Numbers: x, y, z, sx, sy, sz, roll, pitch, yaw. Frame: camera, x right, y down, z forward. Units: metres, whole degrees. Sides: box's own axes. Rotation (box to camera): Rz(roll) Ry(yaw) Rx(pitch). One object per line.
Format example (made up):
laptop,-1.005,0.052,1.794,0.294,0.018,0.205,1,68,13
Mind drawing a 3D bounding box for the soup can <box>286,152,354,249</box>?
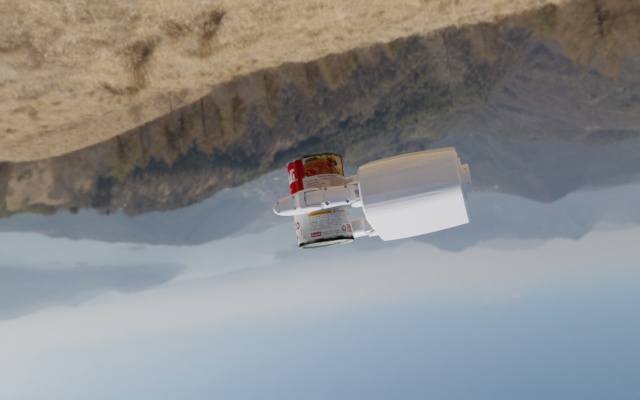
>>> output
soup can,0.000,0.002,0.564,0.068,0.102,0.068,-8,-11,-2
